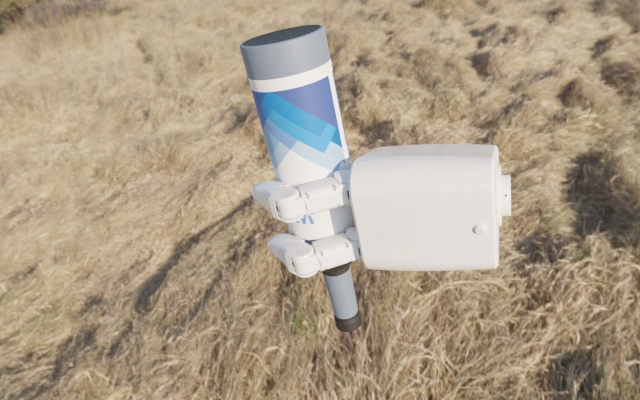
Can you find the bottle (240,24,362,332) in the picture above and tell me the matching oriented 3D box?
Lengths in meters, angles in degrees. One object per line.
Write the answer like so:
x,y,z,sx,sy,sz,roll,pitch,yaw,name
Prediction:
0.000,0.001,0.431,0.069,0.296,0.069,-10,28,5,bottle
